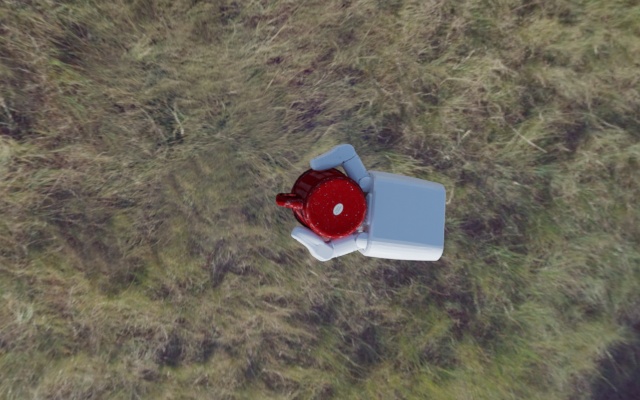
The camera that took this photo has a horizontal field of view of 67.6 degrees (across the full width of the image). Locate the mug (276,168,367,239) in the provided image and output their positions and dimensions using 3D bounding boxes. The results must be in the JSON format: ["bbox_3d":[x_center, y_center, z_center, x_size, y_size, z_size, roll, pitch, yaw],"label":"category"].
[{"bbox_3d":[-0.001,0.002,0.625,0.117,0.093,0.081,6,6,-13],"label":"mug"}]
